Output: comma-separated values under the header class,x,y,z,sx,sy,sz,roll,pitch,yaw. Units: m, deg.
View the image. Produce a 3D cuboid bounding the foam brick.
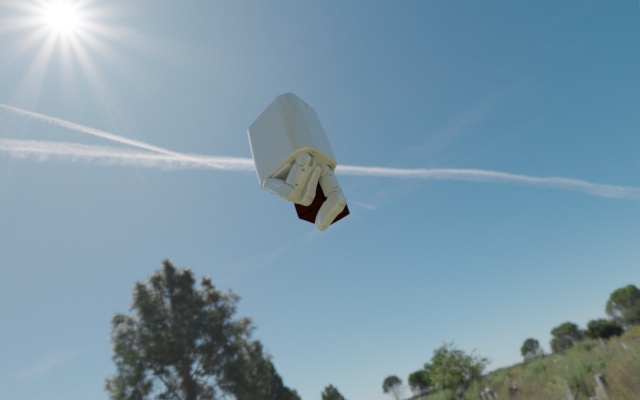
class,x,y,z,sx,sy,sz,roll,pitch,yaw
foam brick,0.000,0.003,0.734,0.053,0.051,0.078,-29,-27,21
